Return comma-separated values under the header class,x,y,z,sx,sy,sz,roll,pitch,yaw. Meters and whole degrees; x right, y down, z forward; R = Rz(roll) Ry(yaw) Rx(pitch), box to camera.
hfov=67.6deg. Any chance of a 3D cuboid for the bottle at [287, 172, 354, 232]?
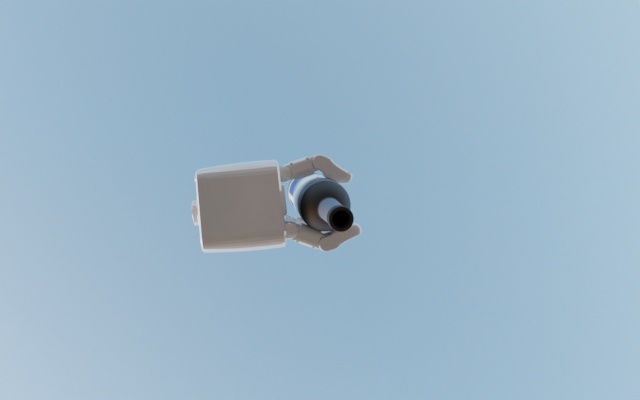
class,x,y,z,sx,sy,sz,roll,pitch,yaw
bottle,0.000,0.002,0.644,0.069,0.069,0.295,0,7,-9
